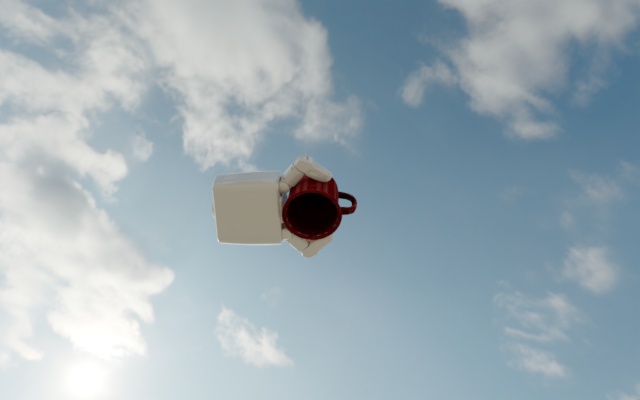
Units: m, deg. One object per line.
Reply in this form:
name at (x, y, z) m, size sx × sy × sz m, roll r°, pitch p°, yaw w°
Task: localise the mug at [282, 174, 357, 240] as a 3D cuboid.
mug at (0.002, 0.002, 0.768) m, size 0.117 × 0.093 × 0.081 m, roll -1°, pitch 31°, yaw 3°
